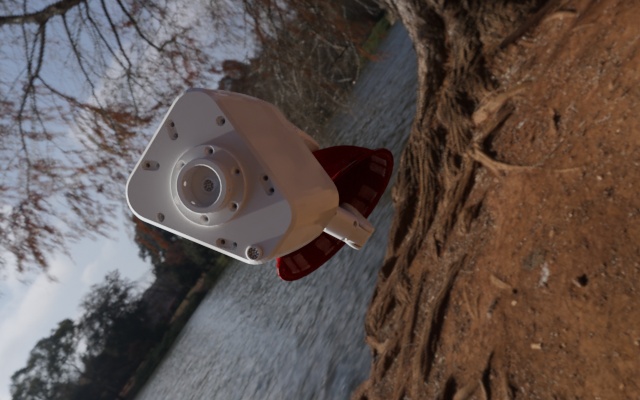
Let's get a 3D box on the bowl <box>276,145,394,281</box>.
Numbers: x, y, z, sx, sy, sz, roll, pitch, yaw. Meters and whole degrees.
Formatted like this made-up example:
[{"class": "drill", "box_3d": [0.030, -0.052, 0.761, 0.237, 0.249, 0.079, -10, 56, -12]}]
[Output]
[{"class": "bowl", "box_3d": [0.000, 0.002, 0.474, 0.055, 0.162, 0.162, 40, 17, 21]}]
